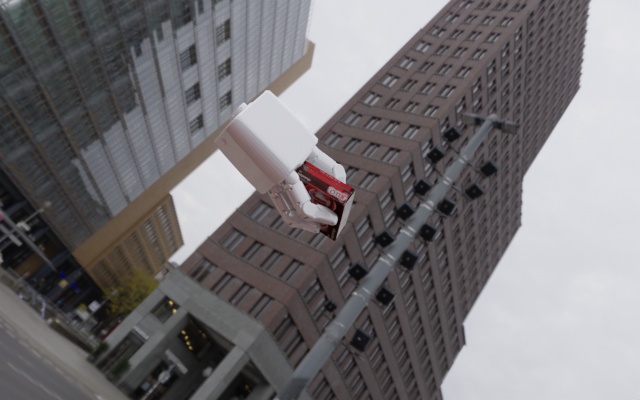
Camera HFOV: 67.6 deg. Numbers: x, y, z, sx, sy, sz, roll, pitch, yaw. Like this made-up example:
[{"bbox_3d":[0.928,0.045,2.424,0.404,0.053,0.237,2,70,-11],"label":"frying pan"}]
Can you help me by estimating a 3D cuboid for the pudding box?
[{"bbox_3d":[0.000,0.002,0.721,0.090,0.039,0.114,32,-28,14],"label":"pudding box"}]
